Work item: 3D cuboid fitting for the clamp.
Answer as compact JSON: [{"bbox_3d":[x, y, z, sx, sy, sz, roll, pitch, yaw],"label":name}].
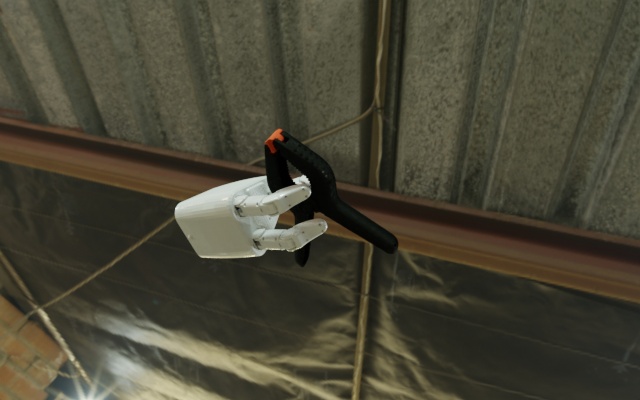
[{"bbox_3d":[0.000,0.001,0.617,0.164,0.210,0.036,-7,32,31],"label":"clamp"}]
